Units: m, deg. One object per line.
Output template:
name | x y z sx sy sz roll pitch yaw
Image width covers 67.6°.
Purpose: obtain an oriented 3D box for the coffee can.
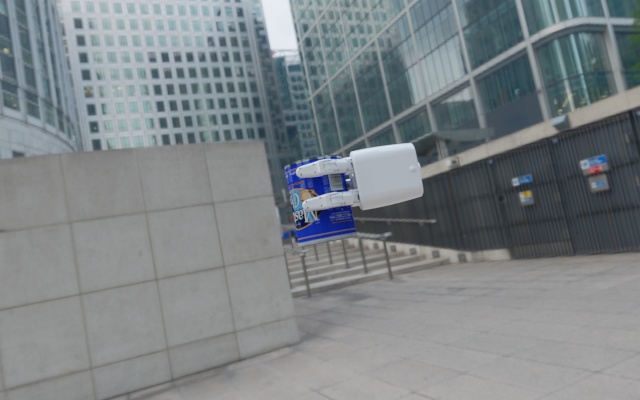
coffee can | 0.000 0.003 0.823 0.103 0.140 0.103 -11 -5 -1
